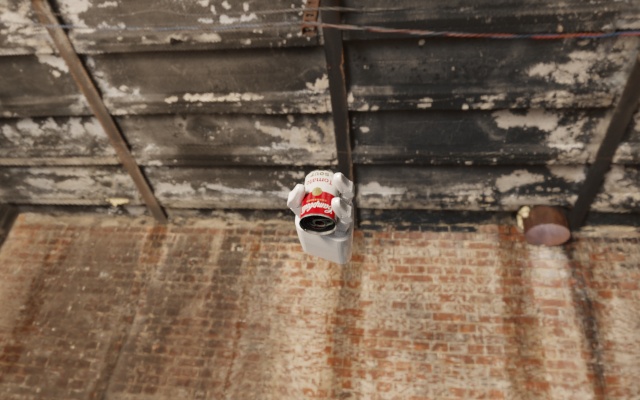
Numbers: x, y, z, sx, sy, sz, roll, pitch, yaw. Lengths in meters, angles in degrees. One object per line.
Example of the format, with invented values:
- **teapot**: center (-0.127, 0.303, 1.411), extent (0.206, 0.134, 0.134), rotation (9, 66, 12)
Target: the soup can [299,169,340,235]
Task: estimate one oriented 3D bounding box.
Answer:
- **soup can**: center (0.000, 0.002, 0.873), extent (0.068, 0.102, 0.069), rotation (5, -35, 3)
